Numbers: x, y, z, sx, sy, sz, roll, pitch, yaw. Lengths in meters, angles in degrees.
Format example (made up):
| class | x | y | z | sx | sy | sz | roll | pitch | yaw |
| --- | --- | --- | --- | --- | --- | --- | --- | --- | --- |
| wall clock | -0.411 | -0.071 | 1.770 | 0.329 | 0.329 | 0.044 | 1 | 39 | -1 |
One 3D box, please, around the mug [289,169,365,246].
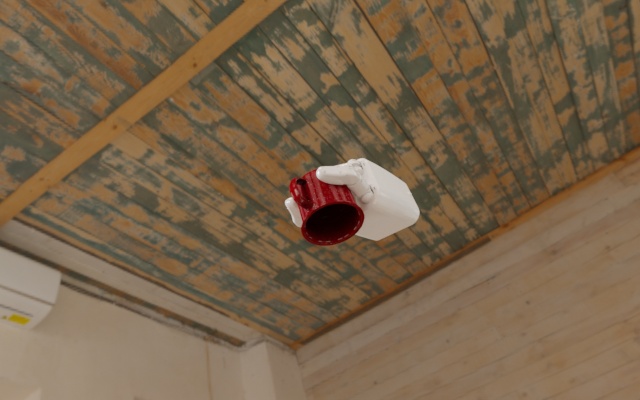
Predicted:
| class | x | y | z | sx | sy | sz | roll | pitch | yaw |
| --- | --- | --- | --- | --- | --- | --- | --- | --- | --- |
| mug | -0.001 | 0.002 | 0.696 | 0.117 | 0.081 | 0.093 | 25 | -57 | -37 |
